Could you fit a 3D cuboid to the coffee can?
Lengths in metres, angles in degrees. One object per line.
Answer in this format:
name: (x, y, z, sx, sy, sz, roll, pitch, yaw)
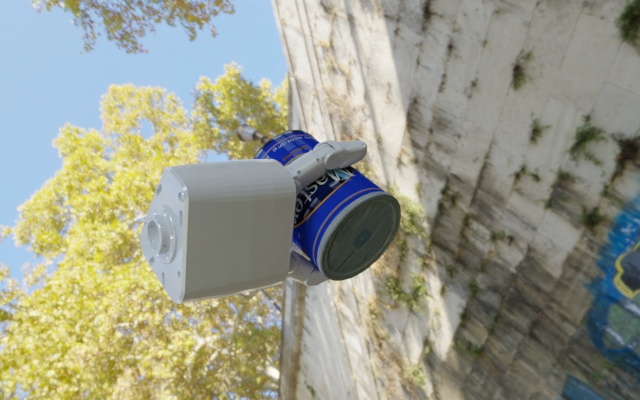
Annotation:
coffee can: (0.000, 0.002, 0.506, 0.103, 0.103, 0.140, 0, 32, -44)
